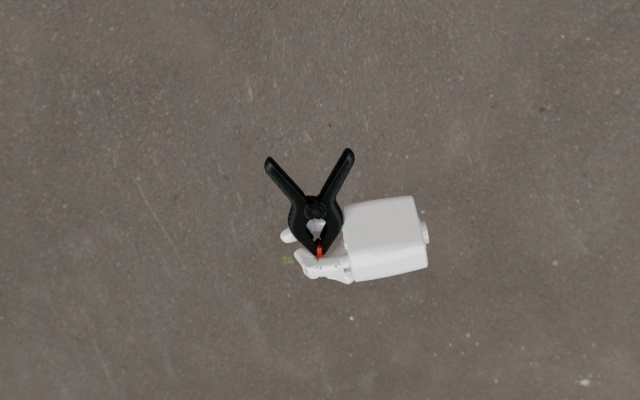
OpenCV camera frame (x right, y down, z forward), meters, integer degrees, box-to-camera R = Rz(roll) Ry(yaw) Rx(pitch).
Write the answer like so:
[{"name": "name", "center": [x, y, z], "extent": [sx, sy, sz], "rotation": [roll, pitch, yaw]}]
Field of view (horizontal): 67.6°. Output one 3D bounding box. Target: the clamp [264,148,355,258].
[{"name": "clamp", "center": [0.000, 0.003, 0.670], "extent": [0.120, 0.172, 0.039], "rotation": [-11, 33, 7]}]
